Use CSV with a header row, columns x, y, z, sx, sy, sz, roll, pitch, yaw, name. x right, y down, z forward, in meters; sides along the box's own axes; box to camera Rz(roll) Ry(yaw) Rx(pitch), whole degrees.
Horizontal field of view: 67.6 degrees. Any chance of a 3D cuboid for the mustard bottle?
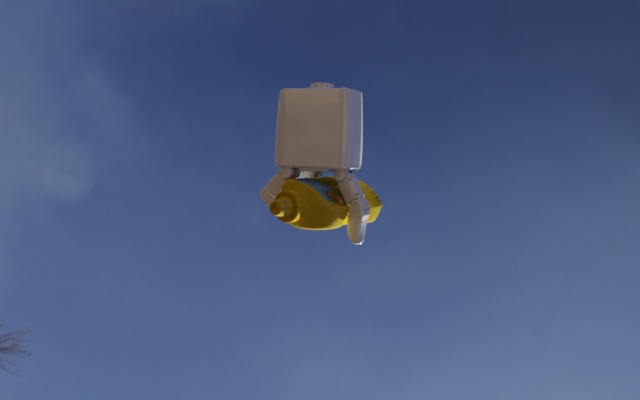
x,y,z,sx,sy,sz,roll,pitch,yaw,name
0.000,0.002,0.657,0.096,0.058,0.191,34,22,29,mustard bottle
